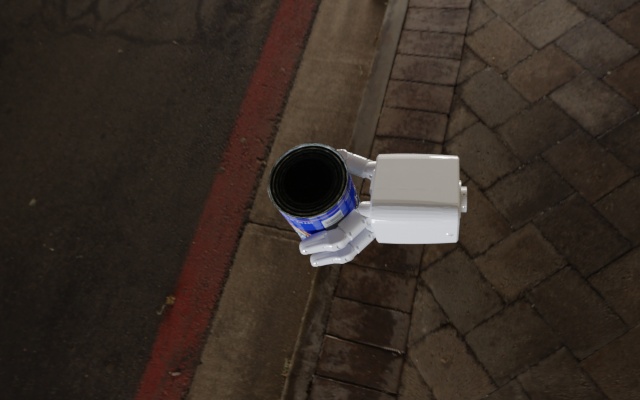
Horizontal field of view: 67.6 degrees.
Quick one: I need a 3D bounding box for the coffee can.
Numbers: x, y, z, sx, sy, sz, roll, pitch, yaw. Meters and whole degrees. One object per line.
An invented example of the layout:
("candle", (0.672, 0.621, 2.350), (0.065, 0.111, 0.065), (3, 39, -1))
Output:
("coffee can", (0.000, 0.002, 0.638), (0.103, 0.102, 0.140), (0, -23, 14))
